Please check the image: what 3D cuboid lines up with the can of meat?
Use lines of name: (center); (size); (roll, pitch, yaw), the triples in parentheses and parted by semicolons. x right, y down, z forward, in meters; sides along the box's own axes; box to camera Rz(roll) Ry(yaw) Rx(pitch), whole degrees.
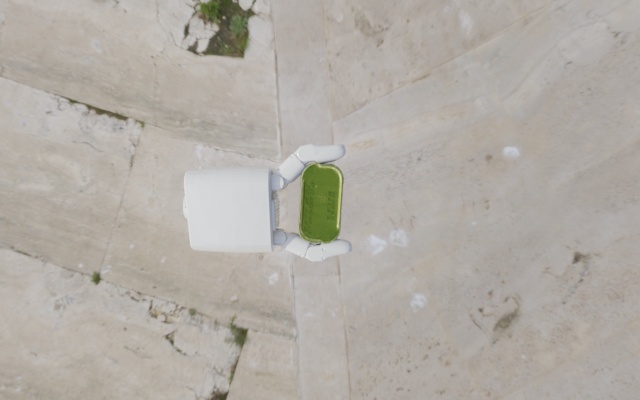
can of meat: (0.000, 0.002, 0.610); (0.057, 0.102, 0.084); (3, 3, 0)
